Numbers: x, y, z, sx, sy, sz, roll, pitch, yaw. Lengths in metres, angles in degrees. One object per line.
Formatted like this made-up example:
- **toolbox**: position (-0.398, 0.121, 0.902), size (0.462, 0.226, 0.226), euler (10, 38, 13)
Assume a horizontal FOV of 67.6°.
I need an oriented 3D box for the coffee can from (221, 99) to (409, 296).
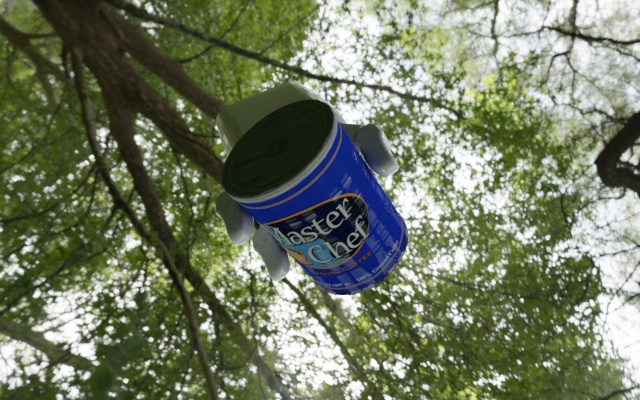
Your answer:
- **coffee can**: position (0.000, 0.001, 0.405), size (0.103, 0.102, 0.140), euler (0, -38, 39)
